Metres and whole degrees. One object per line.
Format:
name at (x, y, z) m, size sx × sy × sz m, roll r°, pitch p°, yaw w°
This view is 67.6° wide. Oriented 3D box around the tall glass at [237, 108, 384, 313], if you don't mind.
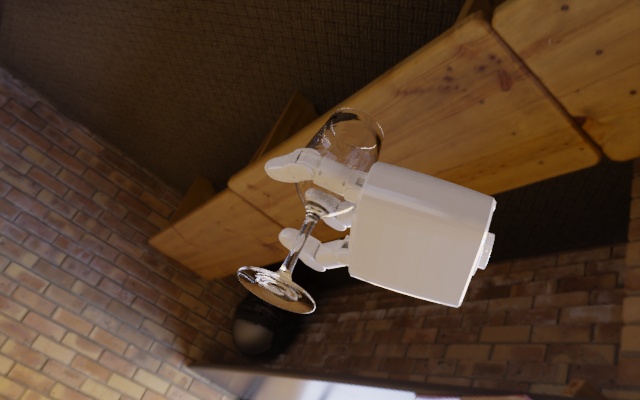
tall glass at (0.000, 0.002, 0.460) m, size 0.079 × 0.201 × 0.079 m, roll 19°, pitch -30°, yaw 12°
